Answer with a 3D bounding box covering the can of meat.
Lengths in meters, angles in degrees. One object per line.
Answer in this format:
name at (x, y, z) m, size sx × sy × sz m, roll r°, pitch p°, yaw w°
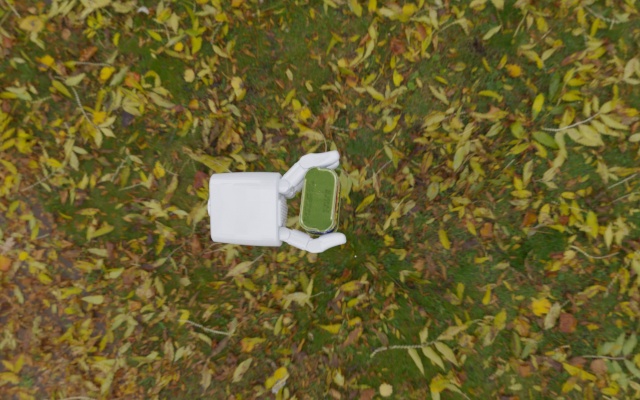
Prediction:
can of meat at (0.000, 0.002, 0.740) m, size 0.057 × 0.102 × 0.084 m, roll 5°, pitch -6°, yaw 6°
